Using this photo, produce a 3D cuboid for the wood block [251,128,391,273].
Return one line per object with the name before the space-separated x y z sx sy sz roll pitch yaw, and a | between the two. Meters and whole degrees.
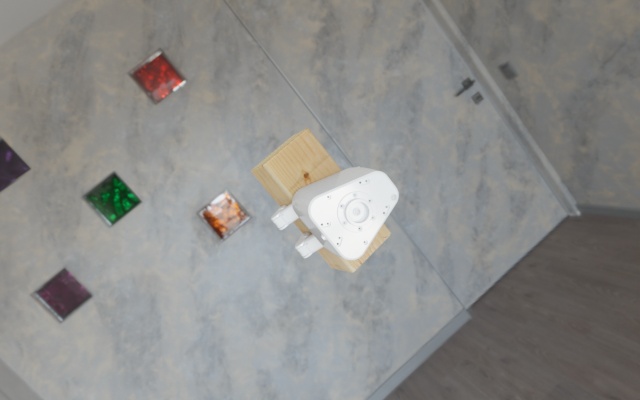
wood block | 0.000 0.002 0.734 0.091 0.206 0.090 -42 12 -17
